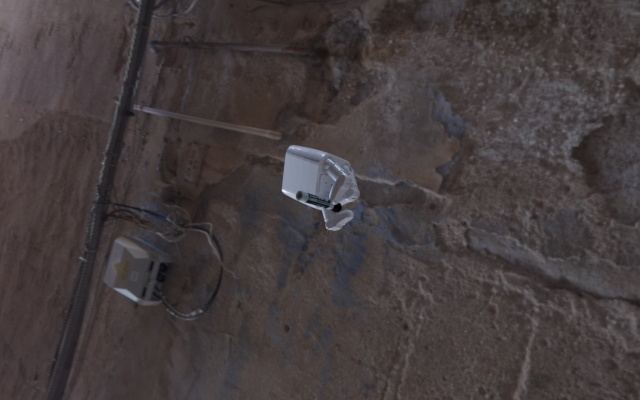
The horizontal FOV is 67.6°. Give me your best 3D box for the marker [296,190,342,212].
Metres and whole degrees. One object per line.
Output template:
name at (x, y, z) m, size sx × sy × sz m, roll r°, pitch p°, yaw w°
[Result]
marker at (0.000, 0.003, 0.886) m, size 0.020 × 0.020 × 0.121 m, roll 0°, pitch -11°, yaw 40°
